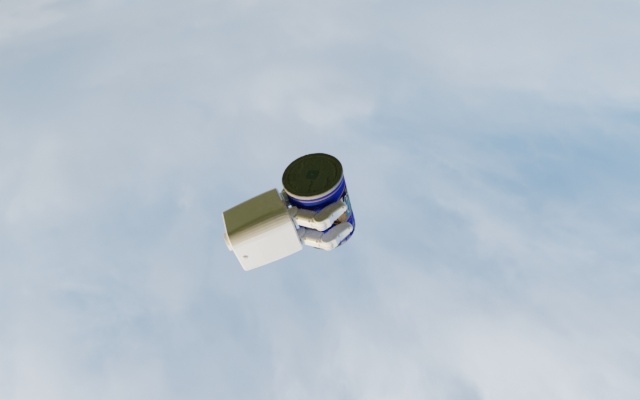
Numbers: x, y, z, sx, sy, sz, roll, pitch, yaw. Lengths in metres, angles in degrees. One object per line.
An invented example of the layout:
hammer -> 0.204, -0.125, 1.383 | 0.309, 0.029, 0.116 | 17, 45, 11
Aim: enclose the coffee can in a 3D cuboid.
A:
coffee can -> 0.000, 0.002, 0.828 | 0.103, 0.102, 0.140 | 0, -42, 16
